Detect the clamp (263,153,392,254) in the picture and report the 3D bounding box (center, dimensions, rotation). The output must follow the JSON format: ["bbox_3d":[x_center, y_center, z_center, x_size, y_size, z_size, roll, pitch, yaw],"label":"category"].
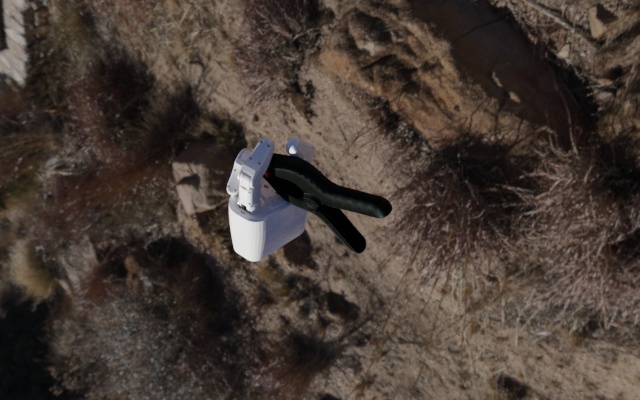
[{"bbox_3d":[0.000,0.002,0.583,0.171,0.039,0.120,30,-36,15],"label":"clamp"}]
